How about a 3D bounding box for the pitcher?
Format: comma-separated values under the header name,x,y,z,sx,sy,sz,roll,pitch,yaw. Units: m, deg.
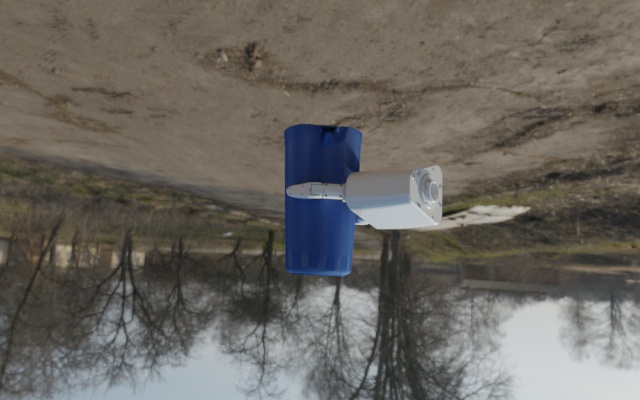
name,x,y,z,sx,sy,sz,roll,pitch,yaw
pitcher,0.000,0.003,0.804,0.145,0.243,0.149,-4,-10,38
